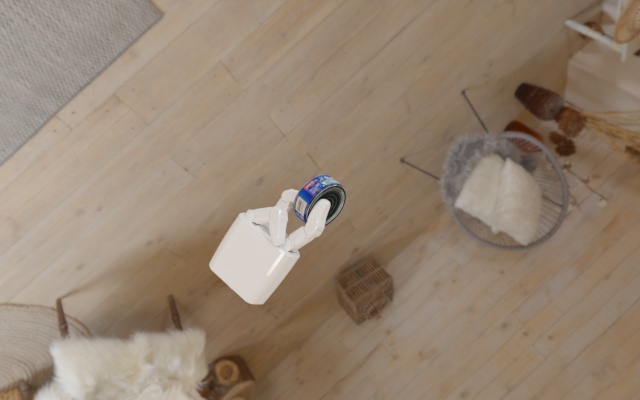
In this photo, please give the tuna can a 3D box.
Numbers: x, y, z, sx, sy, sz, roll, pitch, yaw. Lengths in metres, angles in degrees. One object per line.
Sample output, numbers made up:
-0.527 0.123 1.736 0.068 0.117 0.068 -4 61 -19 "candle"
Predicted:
0.001 0.003 0.767 0.086 0.086 0.033 0 31 -47 "tuna can"
